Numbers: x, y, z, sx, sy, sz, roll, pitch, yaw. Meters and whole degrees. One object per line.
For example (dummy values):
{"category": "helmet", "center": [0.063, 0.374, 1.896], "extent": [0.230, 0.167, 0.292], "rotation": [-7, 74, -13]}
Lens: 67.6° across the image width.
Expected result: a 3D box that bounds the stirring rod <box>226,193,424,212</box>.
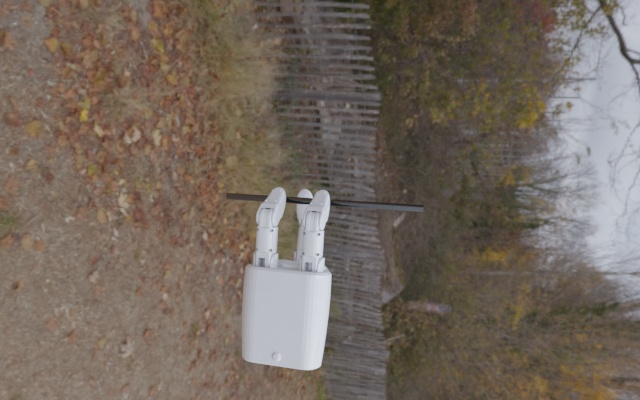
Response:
{"category": "stirring rod", "center": [0.000, 0.002, 0.569], "extent": [0.239, 0.011, 0.011], "rotation": [4, 1, 14]}
